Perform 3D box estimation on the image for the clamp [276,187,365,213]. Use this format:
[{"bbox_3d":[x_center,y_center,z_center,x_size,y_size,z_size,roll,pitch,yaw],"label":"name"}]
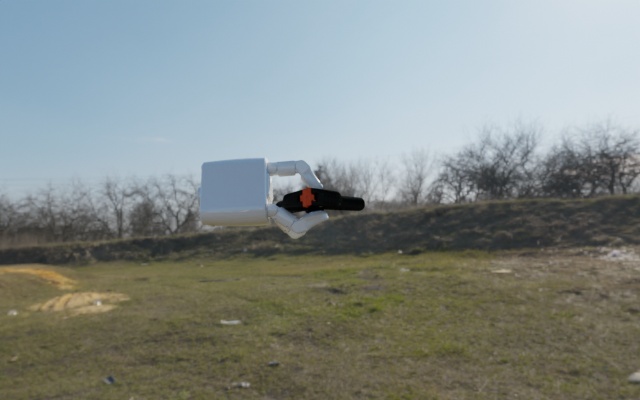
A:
[{"bbox_3d":[0.000,0.002,0.794,0.164,0.036,0.210,-3,-5,-1],"label":"clamp"}]
